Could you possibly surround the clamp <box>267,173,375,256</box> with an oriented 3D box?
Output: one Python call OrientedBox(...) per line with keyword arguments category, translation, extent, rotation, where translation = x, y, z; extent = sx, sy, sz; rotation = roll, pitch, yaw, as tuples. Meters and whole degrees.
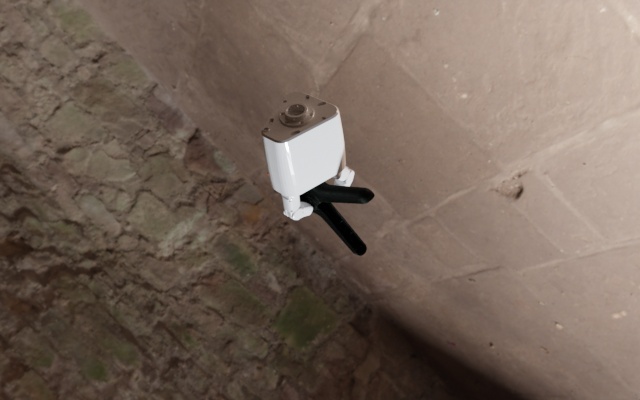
OrientedBox(category="clamp", translation=(-0.001, 0.003, 0.791), extent=(0.210, 0.165, 0.036), rotation=(28, 57, 28))
